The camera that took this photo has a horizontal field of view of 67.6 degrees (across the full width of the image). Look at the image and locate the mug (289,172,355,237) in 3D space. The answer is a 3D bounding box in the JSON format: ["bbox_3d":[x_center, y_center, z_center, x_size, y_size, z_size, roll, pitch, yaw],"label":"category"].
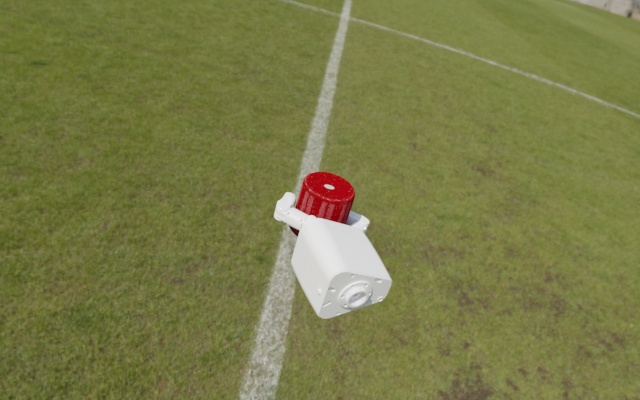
[{"bbox_3d":[0.000,0.001,0.741,0.093,0.081,0.117,-1,37,-26],"label":"mug"}]
